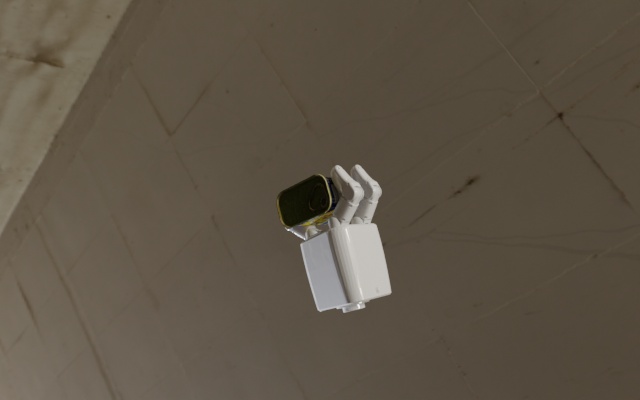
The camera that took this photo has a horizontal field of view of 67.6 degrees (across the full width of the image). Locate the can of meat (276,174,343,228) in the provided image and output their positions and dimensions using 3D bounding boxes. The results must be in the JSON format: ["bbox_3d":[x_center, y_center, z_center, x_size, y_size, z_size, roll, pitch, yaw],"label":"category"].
[{"bbox_3d":[0.000,0.002,0.713,0.102,0.057,0.084,-25,-17,37],"label":"can of meat"}]
